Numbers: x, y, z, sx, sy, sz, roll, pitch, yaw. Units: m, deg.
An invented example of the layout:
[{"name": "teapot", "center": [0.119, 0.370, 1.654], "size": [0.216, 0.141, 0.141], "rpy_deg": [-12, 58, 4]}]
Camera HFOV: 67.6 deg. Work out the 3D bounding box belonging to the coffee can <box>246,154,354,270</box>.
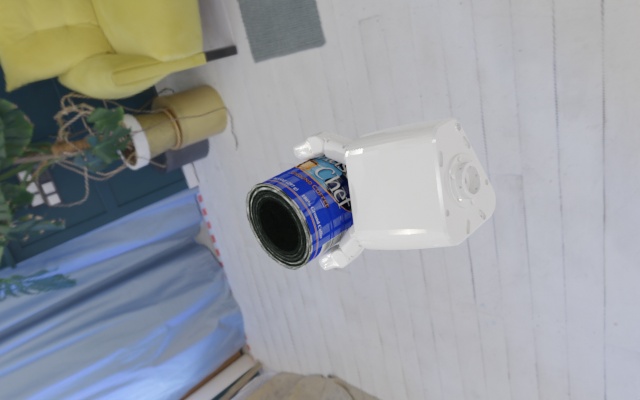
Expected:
[{"name": "coffee can", "center": [0.000, 0.002, 0.553], "size": [0.140, 0.103, 0.103], "rpy_deg": [-30, 20, -38]}]
